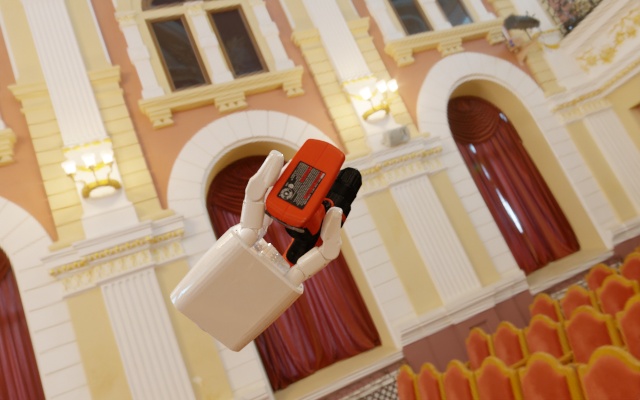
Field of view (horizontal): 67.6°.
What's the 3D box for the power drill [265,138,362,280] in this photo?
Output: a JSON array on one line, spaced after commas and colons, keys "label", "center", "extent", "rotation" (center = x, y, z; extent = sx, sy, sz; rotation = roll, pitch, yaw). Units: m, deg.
[{"label": "power drill", "center": [0.000, 0.002, 0.608], "extent": [0.057, 0.184, 0.188], "rotation": [25, -20, 17]}]
